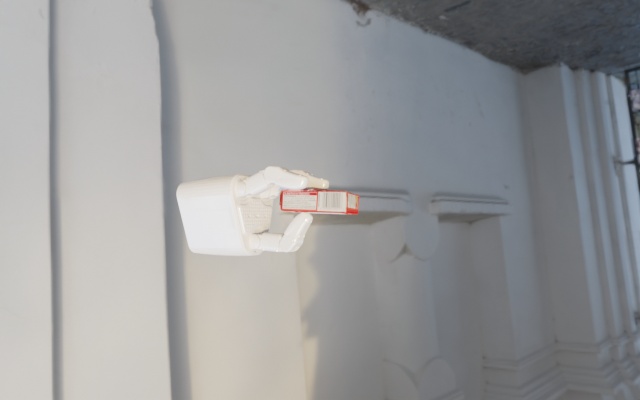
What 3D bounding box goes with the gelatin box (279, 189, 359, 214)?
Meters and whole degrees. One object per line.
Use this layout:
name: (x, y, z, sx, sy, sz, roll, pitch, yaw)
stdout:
gelatin box: (0.000, 0.003, 0.625, 0.089, 0.030, 0.073, 2, -3, 16)
